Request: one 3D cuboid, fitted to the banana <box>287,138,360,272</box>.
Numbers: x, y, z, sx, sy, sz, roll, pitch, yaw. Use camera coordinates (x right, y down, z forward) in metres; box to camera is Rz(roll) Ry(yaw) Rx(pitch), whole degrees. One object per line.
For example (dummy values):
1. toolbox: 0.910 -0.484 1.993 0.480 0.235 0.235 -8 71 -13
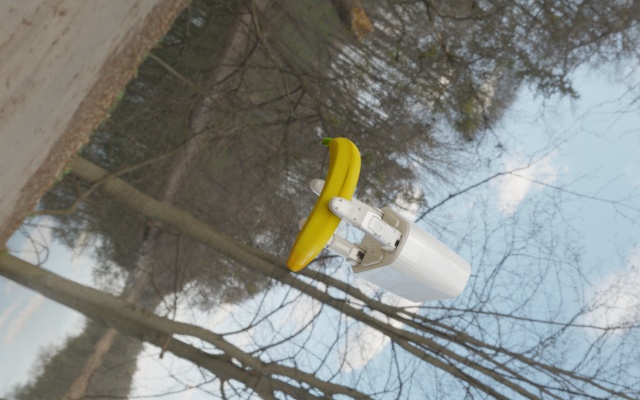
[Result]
1. banana: 0.011 -0.007 0.567 0.037 0.197 0.070 32 -36 -21
